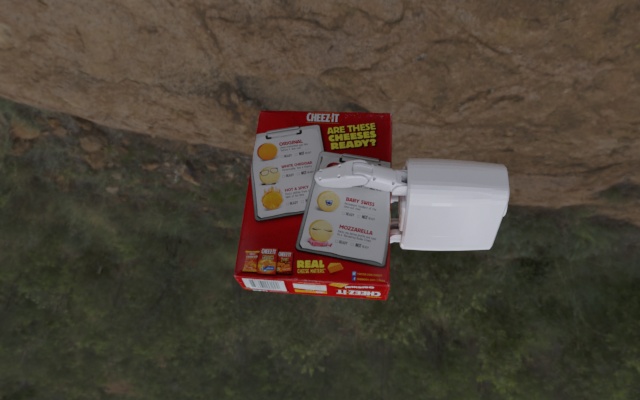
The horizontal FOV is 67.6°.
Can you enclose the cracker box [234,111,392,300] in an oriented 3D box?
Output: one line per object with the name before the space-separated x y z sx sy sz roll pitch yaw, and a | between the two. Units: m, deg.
cracker box | 0.000 0.002 0.559 0.164 0.213 0.072 2 -26 5
